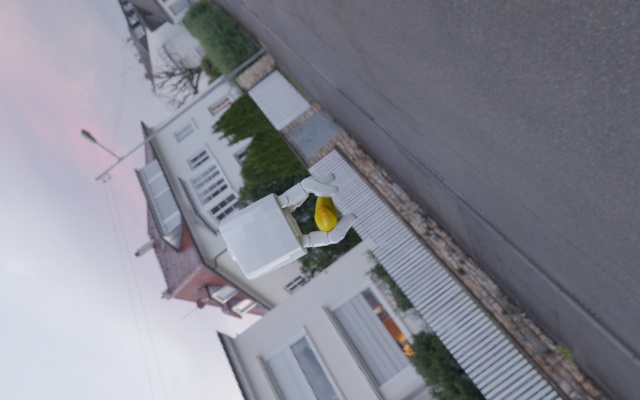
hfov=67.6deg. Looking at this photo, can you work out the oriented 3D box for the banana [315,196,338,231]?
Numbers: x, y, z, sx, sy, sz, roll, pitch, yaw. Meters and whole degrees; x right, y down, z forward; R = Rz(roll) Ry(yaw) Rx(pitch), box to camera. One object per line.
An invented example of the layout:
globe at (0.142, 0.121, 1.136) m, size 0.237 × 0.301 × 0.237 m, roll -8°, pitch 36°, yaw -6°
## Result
banana at (0.006, 0.019, 0.823) m, size 0.037 × 0.070 × 0.197 m, roll -19°, pitch 14°, yaw 3°
